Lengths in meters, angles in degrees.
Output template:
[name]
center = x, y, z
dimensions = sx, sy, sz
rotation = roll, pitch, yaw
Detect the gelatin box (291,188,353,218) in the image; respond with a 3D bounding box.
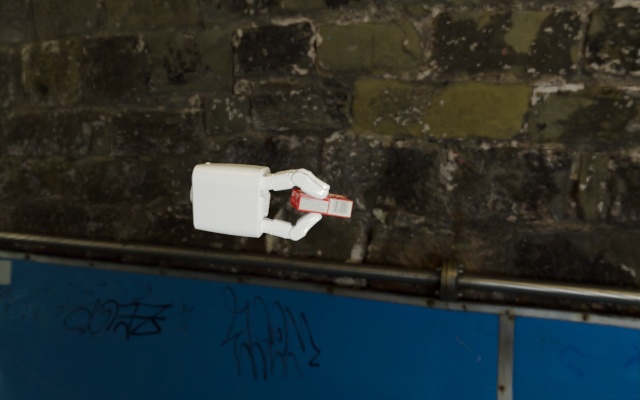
[gelatin box]
center = 0.000, 0.003, 0.771
dimensions = 0.089, 0.030, 0.073
rotation = 9, 6, -12
